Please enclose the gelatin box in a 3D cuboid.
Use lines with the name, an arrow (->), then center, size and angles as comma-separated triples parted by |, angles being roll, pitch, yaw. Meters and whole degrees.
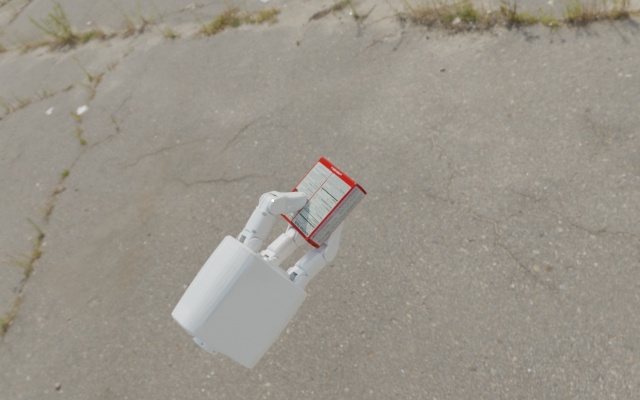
gelatin box -> 0.000, 0.001, 0.571 | 0.073, 0.089, 0.030 | 42, 2, 44
